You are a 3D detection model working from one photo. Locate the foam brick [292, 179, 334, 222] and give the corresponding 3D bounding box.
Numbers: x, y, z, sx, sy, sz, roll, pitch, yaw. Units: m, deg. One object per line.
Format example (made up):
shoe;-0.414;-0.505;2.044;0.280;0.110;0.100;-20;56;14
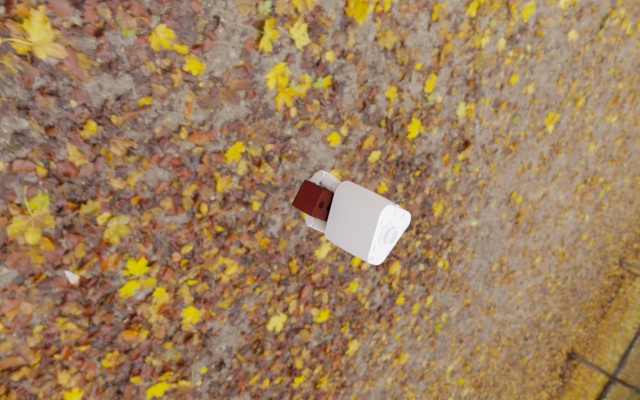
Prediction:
foam brick;0.000;0.003;0.847;0.051;0.053;0.078;30;7;40
